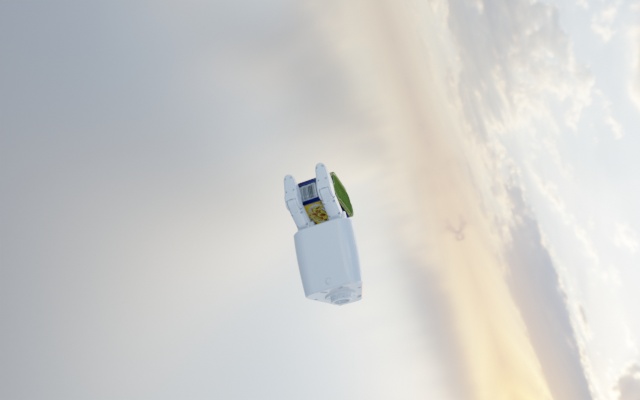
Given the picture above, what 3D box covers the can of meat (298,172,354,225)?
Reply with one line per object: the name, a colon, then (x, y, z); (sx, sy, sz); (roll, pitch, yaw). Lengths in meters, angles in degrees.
can of meat: (0.000, 0.003, 0.798); (0.084, 0.057, 0.102); (-18, -32, 15)
